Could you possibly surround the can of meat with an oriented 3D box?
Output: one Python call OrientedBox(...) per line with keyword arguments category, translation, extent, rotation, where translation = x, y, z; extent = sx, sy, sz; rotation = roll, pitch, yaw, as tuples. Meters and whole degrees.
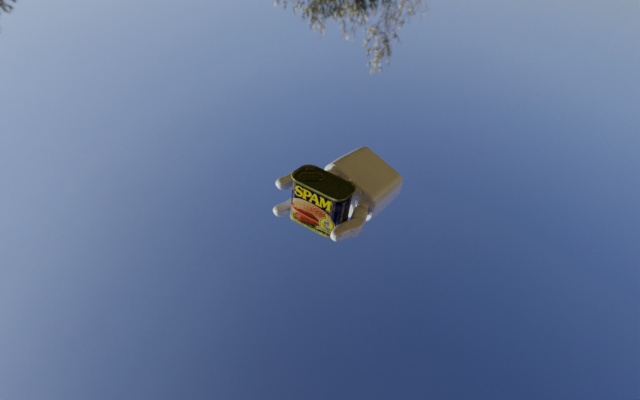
OrientedBox(category="can of meat", translation=(0.000, 0.003, 0.769), extent=(0.102, 0.084, 0.057), rotation=(26, 40, 22))
